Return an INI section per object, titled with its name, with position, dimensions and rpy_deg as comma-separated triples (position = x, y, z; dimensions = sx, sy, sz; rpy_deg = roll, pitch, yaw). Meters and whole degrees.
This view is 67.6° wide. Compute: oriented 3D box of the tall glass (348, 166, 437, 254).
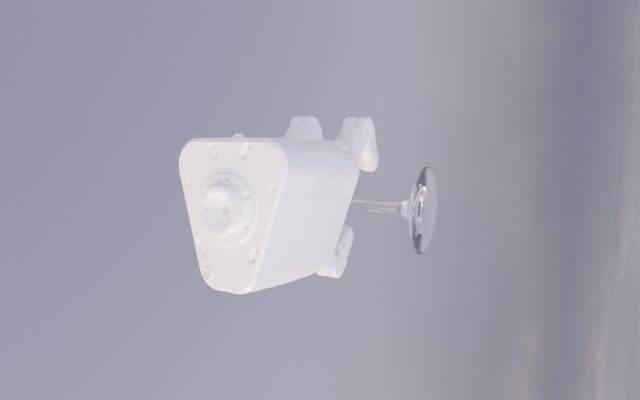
[tall glass]
position = 0.001, 0.002, 0.448
dimensions = 0.201, 0.079, 0.079
rpy_deg = 4, 2, 28
